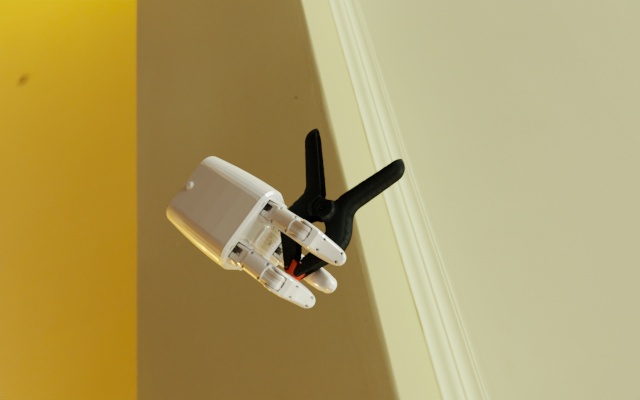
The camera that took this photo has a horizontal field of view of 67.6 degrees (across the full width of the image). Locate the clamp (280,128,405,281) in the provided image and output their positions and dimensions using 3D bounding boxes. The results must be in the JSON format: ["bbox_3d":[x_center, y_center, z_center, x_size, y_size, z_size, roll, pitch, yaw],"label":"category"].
[{"bbox_3d":[0.000,0.002,0.525,0.120,0.171,0.039,31,-9,29],"label":"clamp"}]
